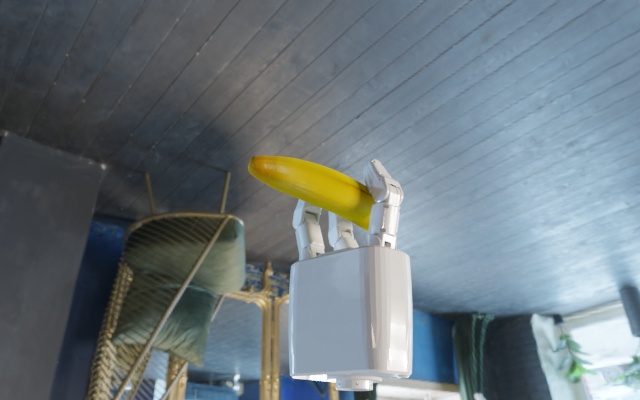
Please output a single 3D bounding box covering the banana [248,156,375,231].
[{"bbox_3d":[0.017,0.000,0.470,0.069,0.037,0.198,-9,-24,35],"label":"banana"}]
